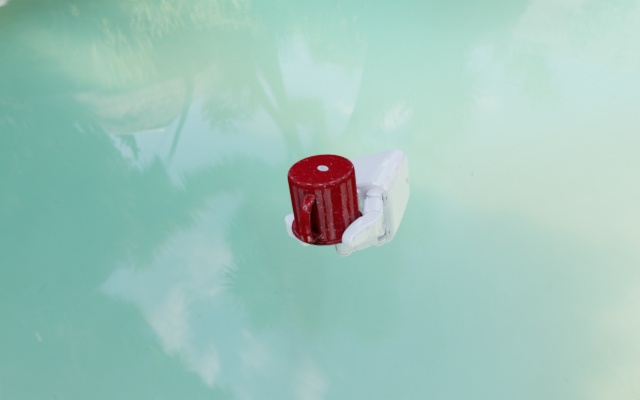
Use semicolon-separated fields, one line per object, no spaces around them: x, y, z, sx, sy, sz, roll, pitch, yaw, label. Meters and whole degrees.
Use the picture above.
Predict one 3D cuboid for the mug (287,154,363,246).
-0.001;0.002;0.573;0.093;0.081;0.117;7;35;22;mug
